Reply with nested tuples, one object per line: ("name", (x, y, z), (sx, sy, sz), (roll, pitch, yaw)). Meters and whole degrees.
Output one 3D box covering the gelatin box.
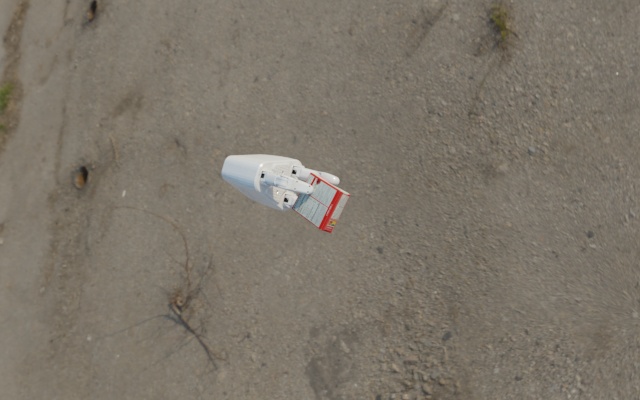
("gelatin box", (0.000, 0.003, 0.810), (0.030, 0.073, 0.089), (19, 10, -45))
